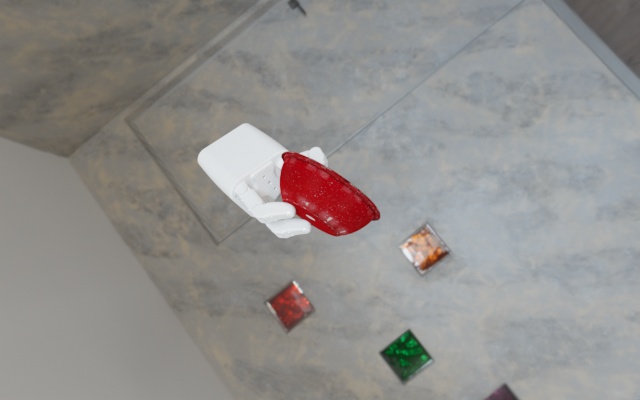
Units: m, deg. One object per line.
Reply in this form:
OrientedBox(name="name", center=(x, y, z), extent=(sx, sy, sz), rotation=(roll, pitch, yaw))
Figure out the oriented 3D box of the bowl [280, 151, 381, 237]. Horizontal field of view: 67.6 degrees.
OrientedBox(name="bowl", center=(0.001, 0.003, 0.653), extent=(0.162, 0.055, 0.162), rotation=(32, -11, 7))
